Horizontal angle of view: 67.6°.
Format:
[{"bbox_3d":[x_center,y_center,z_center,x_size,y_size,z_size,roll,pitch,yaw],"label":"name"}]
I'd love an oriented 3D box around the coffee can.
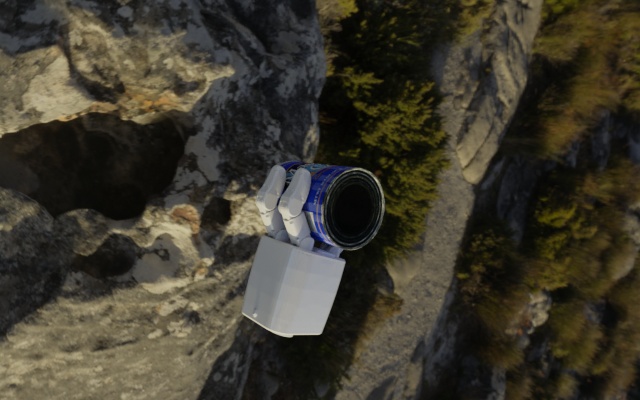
[{"bbox_3d":[0.000,0.002,0.637,0.103,0.103,0.140,0,7,-38],"label":"coffee can"}]
